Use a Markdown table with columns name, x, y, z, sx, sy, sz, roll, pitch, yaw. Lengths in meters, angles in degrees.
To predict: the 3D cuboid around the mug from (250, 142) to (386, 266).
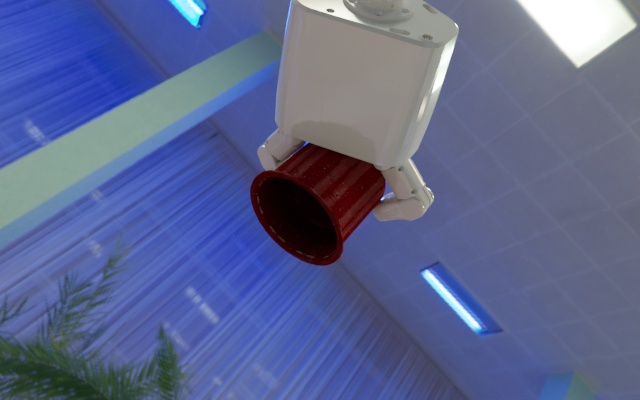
| name | x | y | z | sx | sy | sz | roll | pitch | yaw |
| --- | --- | --- | --- | --- | --- | --- | --- | --- | --- |
| mug | 0.000 | 0.002 | 0.414 | 0.093 | 0.117 | 0.081 | 34 | 52 | 16 |
